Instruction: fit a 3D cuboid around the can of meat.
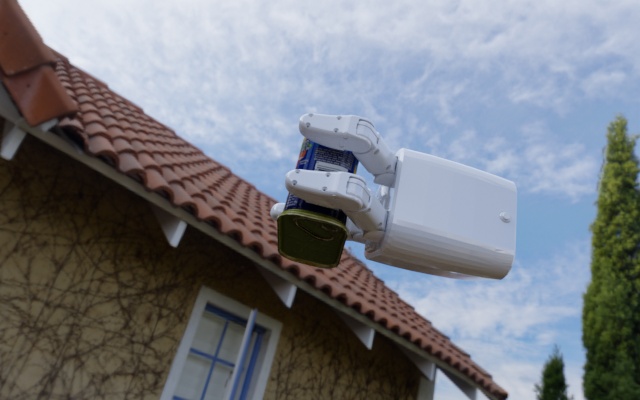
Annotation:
[{"bbox_3d":[0.000,0.001,0.421,0.057,0.084,0.102,13,-27,3],"label":"can of meat"}]
